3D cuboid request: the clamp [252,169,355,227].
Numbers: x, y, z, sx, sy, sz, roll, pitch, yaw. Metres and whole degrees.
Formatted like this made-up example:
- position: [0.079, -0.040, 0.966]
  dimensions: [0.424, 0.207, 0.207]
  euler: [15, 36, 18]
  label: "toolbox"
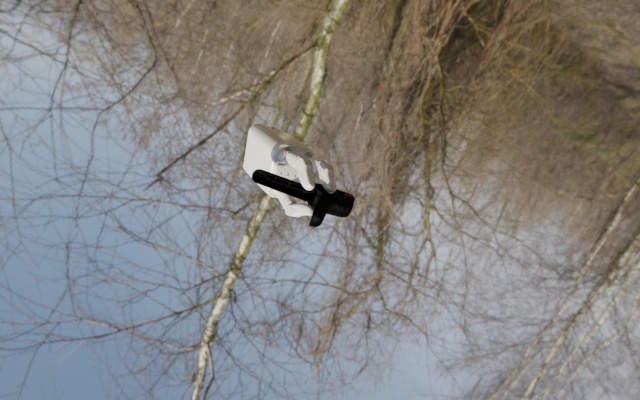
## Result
- position: [0.000, 0.003, 0.842]
  dimensions: [0.210, 0.036, 0.164]
  euler: [9, 24, -46]
  label: "clamp"
